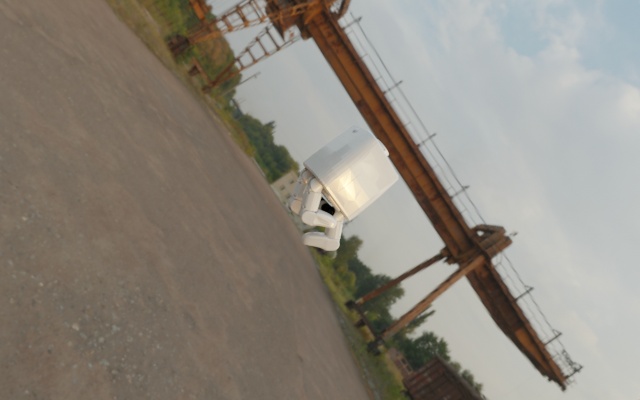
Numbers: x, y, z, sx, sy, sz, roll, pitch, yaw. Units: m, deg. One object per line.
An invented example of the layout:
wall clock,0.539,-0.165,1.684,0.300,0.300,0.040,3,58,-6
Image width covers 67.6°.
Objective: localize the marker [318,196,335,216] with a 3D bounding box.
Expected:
marker,0.000,0.003,0.789,0.020,0.020,0.121,0,16,-15
